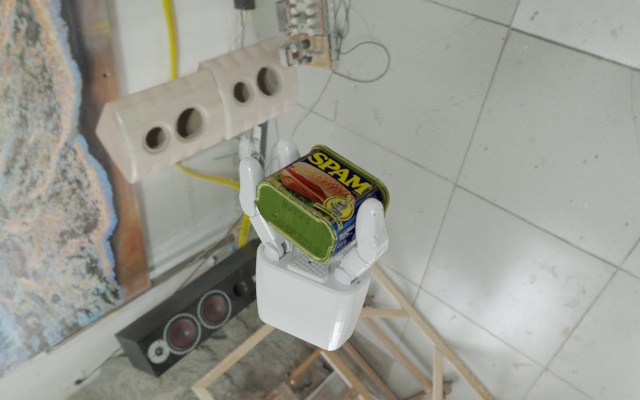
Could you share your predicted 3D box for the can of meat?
[{"bbox_3d":[0.000,0.002,0.458,0.102,0.057,0.084,35,47,24],"label":"can of meat"}]
